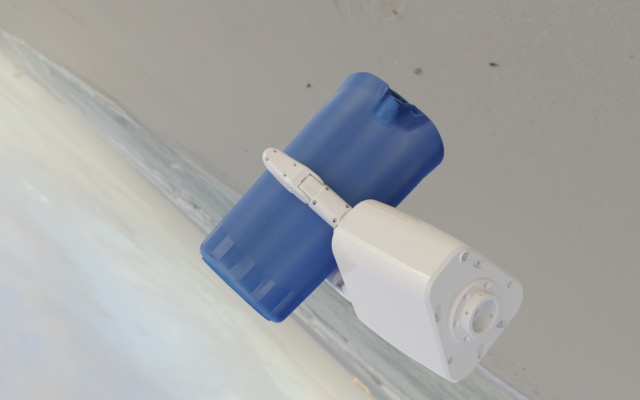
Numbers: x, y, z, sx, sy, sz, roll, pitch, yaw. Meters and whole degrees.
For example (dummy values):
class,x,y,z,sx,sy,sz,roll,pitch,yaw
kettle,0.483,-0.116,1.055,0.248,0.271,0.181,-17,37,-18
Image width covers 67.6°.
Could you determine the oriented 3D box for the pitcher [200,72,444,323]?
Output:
class,x,y,z,sx,sy,sz,roll,pitch,yaw
pitcher,0.000,0.002,0.490,0.145,0.243,0.149,28,-20,51
